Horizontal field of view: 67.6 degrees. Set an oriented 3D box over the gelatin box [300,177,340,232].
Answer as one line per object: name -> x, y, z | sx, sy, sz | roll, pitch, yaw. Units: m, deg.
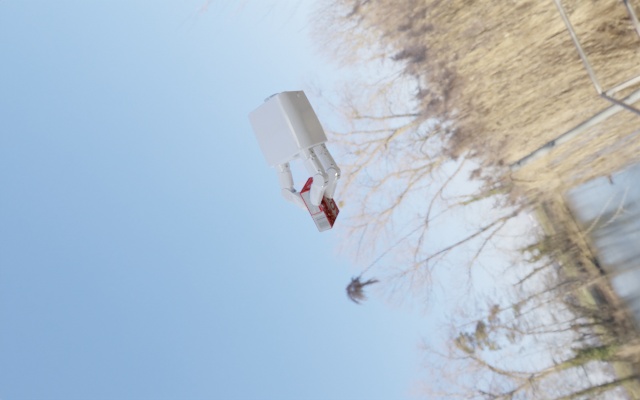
gelatin box -> 0.000, 0.003, 0.889 | 0.030, 0.089, 0.073 | -20, 18, 21
